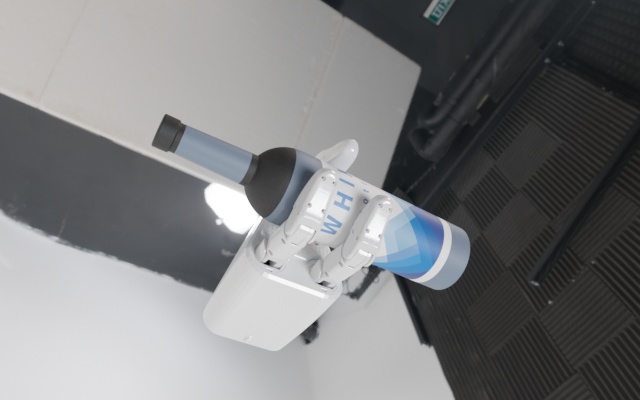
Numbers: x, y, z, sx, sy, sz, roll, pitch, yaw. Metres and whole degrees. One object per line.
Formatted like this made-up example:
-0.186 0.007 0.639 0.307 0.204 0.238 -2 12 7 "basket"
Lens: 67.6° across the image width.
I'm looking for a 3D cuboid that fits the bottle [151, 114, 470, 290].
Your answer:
0.000 0.001 0.421 0.296 0.069 0.069 24 -10 -22 "bottle"
